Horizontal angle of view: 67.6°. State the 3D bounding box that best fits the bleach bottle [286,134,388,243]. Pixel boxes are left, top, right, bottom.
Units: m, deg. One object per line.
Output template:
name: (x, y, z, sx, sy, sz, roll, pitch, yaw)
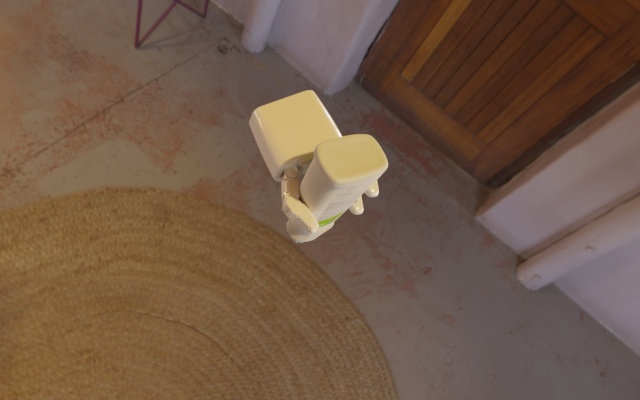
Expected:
bleach bottle: (0.000, 0.002, 0.710, 0.102, 0.068, 0.251, -16, -21, -31)
